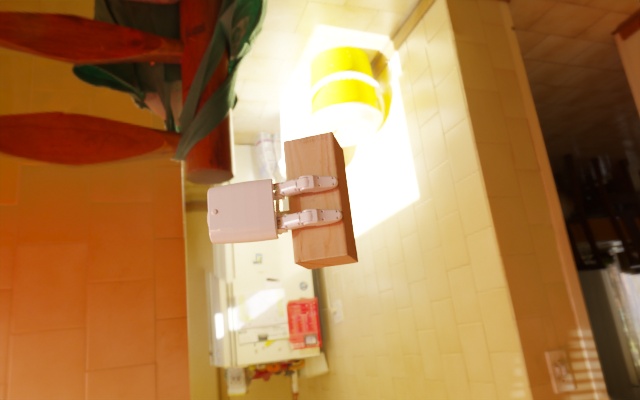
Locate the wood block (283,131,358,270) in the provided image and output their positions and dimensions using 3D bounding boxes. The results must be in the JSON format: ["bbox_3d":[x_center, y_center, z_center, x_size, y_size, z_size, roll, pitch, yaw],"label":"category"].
[{"bbox_3d":[0.000,0.003,0.798,0.090,0.206,0.091,-10,-17,12],"label":"wood block"}]
